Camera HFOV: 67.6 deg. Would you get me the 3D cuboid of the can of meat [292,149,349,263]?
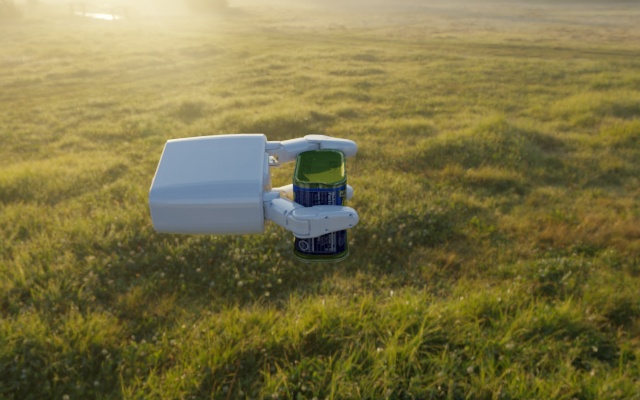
[{"bbox_3d":[0.000,0.001,0.491,0.057,0.084,0.102,0,25,1],"label":"can of meat"}]
